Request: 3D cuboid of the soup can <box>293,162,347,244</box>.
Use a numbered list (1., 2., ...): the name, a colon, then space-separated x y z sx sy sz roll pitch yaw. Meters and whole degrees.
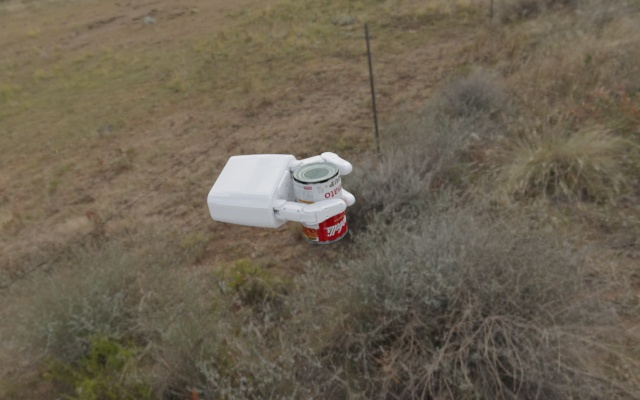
1. soup can: 0.000 0.002 0.695 0.068 0.102 0.068 -7 29 4
